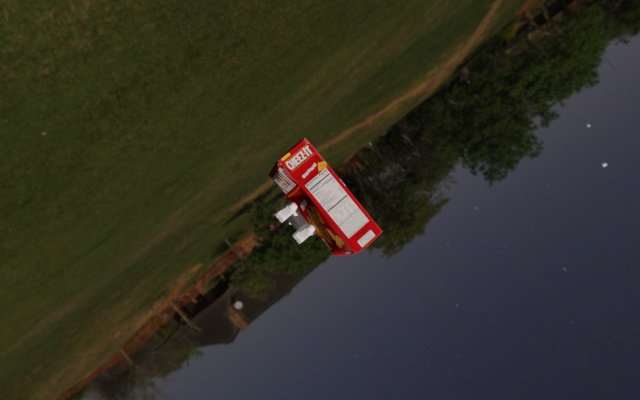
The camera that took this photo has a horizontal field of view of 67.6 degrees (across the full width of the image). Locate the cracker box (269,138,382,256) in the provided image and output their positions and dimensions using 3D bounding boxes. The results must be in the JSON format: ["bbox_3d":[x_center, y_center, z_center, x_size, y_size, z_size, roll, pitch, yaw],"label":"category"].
[{"bbox_3d":[0.000,0.003,0.888,0.072,0.214,0.164,-41,3,-14],"label":"cracker box"}]
